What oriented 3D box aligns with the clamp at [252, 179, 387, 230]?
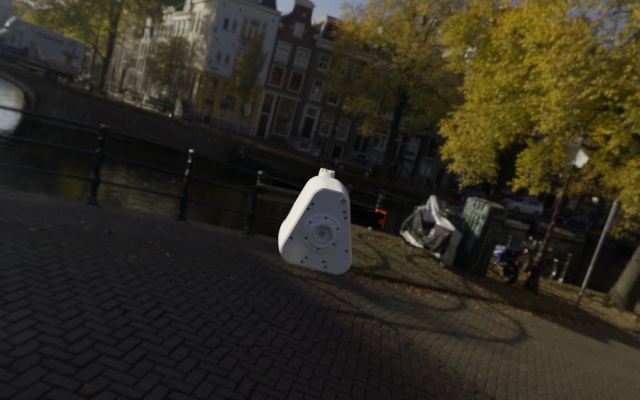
[{"bbox_3d":[0.001,0.002,0.768,0.210,0.036,0.164,15,7,-5],"label":"clamp"}]
